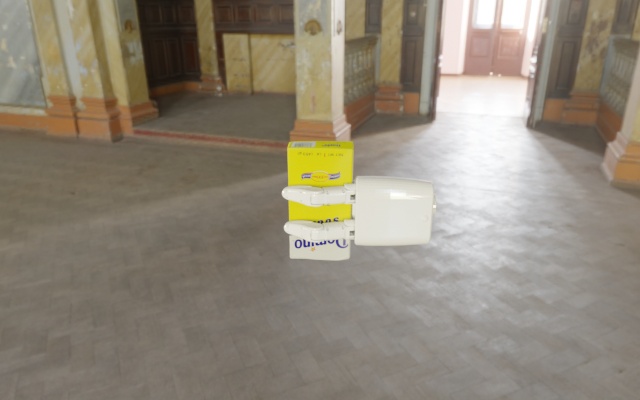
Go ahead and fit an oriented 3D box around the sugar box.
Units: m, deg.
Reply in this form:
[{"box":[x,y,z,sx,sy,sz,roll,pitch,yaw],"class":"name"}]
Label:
[{"box":[0.000,0.002,0.698,0.093,0.176,0.048,1,22,4],"class":"sugar box"}]
